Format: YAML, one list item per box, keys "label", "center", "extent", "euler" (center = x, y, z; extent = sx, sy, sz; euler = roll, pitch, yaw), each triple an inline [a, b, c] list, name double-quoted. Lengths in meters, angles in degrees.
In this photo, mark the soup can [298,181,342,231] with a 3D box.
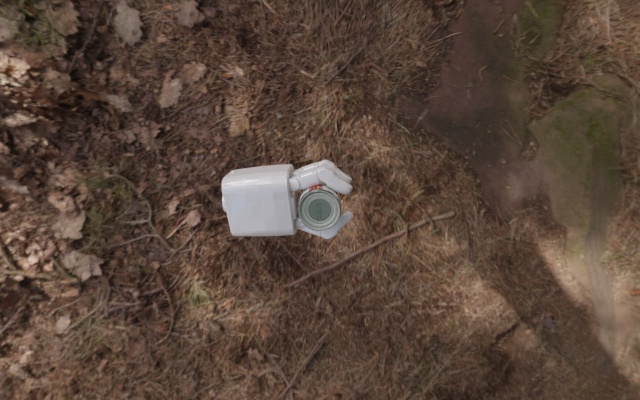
- label: "soup can"
  center: [0.001, 0.003, 0.770]
  extent: [0.068, 0.068, 0.102]
  euler: [0, 14, 3]
